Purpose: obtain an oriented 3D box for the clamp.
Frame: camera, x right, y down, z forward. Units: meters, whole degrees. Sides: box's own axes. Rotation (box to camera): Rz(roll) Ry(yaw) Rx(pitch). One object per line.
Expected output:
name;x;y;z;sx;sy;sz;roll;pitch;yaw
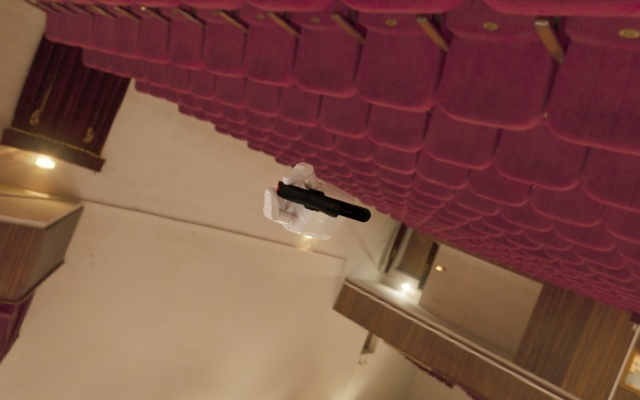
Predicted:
clamp;0.000;0.003;0.811;0.171;0.039;0.120;22;0;40
